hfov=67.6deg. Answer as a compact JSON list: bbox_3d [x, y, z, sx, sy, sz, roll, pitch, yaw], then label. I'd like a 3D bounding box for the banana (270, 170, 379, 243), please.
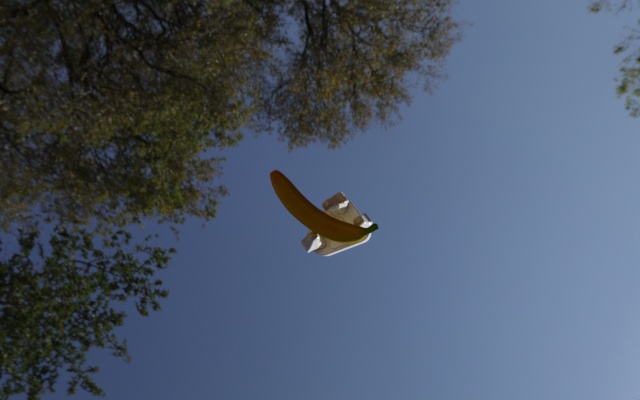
[{"bbox_3d":[-0.004,0.020,0.783,0.198,0.070,0.037,27,23,9],"label":"banana"}]
